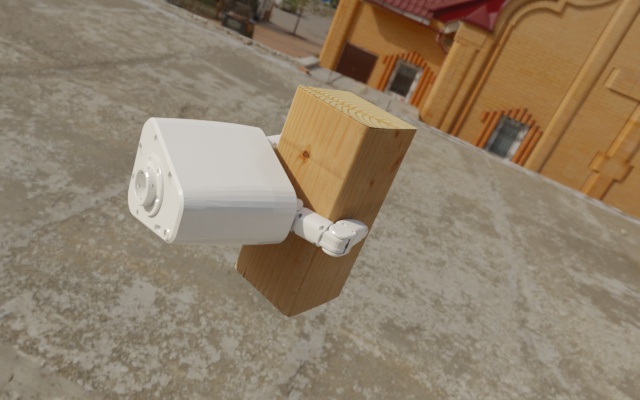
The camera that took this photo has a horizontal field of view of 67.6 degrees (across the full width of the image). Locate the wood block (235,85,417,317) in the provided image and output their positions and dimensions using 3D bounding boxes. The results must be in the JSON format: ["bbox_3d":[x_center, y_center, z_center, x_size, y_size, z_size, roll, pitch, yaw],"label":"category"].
[{"bbox_3d":[0.000,0.002,0.483,0.090,0.206,0.090,36,27,30],"label":"wood block"}]
